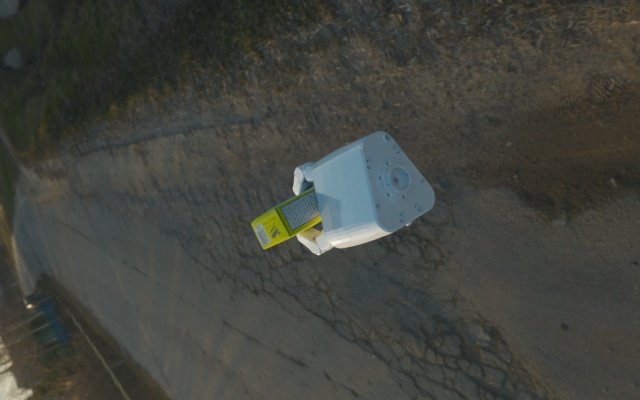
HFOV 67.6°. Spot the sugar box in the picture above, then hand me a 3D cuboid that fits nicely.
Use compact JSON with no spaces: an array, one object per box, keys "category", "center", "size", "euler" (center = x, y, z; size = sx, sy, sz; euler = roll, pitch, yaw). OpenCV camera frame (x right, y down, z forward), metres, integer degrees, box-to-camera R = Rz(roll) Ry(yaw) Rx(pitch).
[{"category":"sugar box","center":[0.000,0.003,0.645],"size":[0.176,0.048,0.093],"euler":[-26,-1,-31]}]
